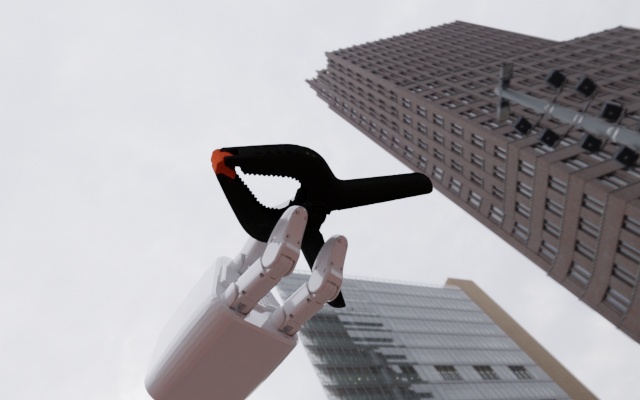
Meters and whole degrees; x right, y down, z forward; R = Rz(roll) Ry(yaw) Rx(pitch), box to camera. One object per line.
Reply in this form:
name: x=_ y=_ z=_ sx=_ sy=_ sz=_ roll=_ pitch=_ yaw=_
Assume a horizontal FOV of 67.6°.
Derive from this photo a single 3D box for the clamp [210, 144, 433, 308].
clamp: x=-0.001 y=0.001 z=0.437 sx=0.210 sy=0.164 sz=0.036 roll=36 pitch=8 yaw=-33
